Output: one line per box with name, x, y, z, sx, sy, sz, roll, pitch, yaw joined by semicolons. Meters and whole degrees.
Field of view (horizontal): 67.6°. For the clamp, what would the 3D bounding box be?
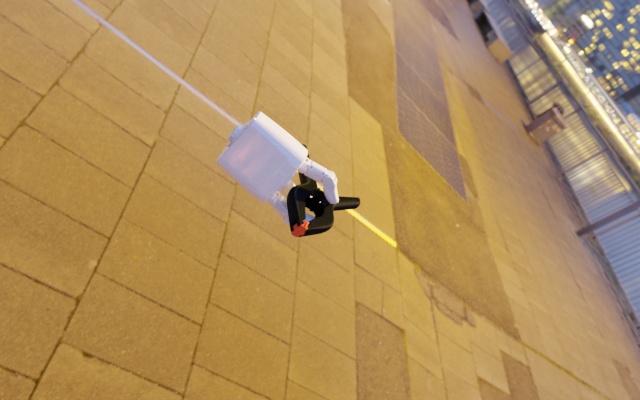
clamp;0.000;0.002;0.837;0.036;0.164;0.209;-41;19;32
